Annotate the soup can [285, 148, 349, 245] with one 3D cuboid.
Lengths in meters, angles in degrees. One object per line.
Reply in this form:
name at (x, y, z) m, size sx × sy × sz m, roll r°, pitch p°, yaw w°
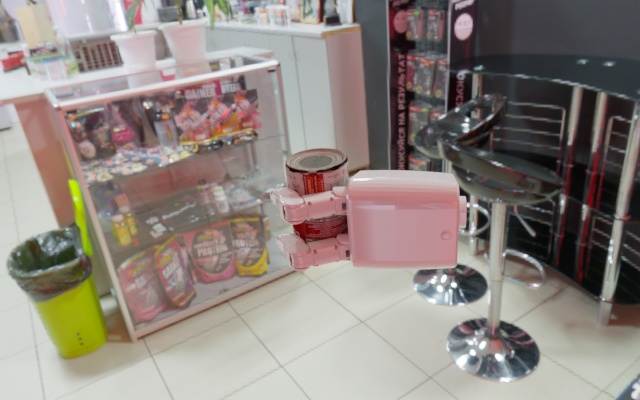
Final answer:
soup can at (0.000, 0.001, 0.520) m, size 0.068 × 0.102 × 0.068 m, roll -5°, pitch 26°, yaw 2°
